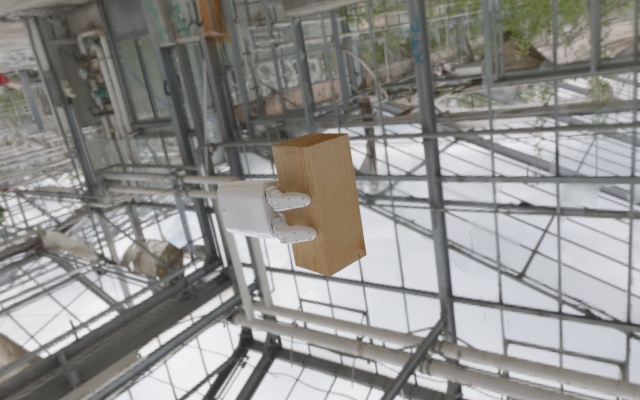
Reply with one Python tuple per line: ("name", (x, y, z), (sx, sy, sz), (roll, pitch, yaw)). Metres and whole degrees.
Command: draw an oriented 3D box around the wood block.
("wood block", (0.000, 0.002, 0.766), (0.091, 0.206, 0.090), (-24, 22, -39))
